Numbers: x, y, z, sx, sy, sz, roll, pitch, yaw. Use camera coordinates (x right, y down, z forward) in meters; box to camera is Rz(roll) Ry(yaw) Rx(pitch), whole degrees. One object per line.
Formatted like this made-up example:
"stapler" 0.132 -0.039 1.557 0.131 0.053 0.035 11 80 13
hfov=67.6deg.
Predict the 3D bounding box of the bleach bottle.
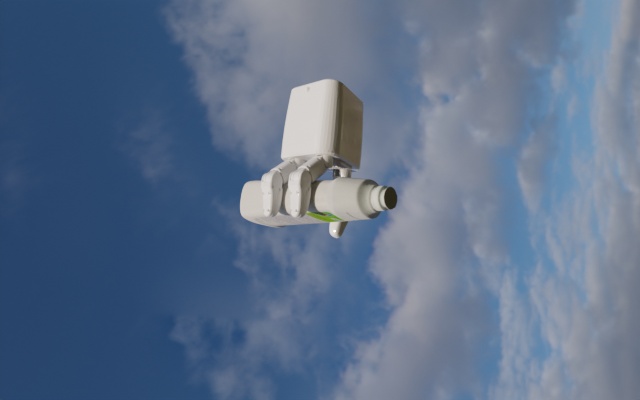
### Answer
"bleach bottle" 0.000 0.002 0.668 0.251 0.068 0.102 -2 -12 44
